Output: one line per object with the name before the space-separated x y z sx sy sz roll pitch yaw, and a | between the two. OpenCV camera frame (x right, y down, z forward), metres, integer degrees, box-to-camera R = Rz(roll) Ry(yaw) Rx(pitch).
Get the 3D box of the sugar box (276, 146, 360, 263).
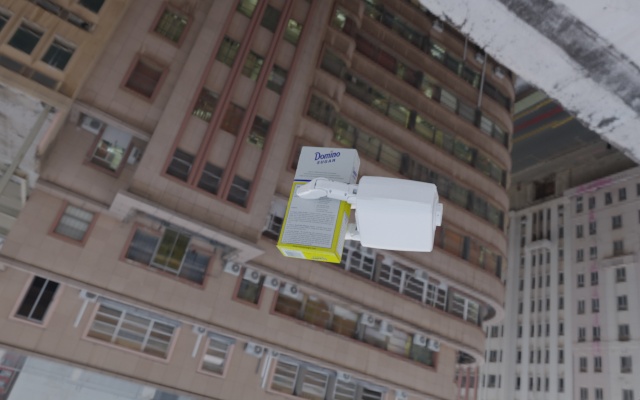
sugar box | 0.000 0.003 0.736 0.093 0.176 0.048 6 -27 18
